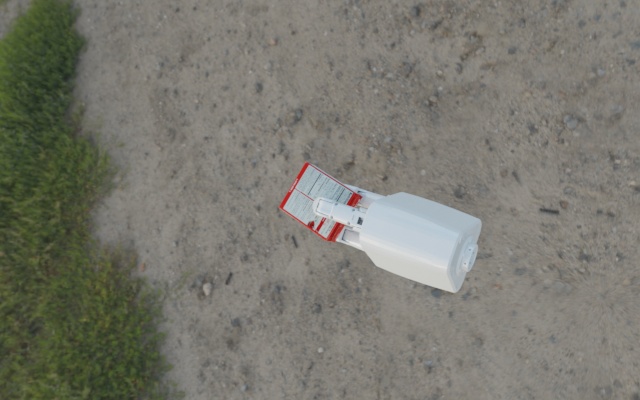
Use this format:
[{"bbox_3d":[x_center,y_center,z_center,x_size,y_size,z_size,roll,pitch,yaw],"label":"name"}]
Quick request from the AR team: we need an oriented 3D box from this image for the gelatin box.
[{"bbox_3d":[0.000,0.002,0.631,0.089,0.073,0.030,33,6,25],"label":"gelatin box"}]
